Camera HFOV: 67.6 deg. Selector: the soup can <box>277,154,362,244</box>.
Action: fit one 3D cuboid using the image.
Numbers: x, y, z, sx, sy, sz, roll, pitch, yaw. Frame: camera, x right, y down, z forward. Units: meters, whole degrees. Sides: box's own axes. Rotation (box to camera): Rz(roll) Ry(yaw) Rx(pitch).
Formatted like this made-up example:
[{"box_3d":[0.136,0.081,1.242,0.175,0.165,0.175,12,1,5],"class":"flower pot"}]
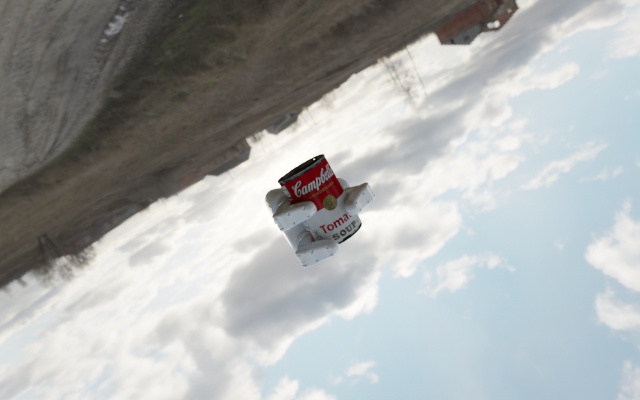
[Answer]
[{"box_3d":[0.000,0.002,0.601,0.068,0.102,0.068,-29,12,7],"class":"soup can"}]
